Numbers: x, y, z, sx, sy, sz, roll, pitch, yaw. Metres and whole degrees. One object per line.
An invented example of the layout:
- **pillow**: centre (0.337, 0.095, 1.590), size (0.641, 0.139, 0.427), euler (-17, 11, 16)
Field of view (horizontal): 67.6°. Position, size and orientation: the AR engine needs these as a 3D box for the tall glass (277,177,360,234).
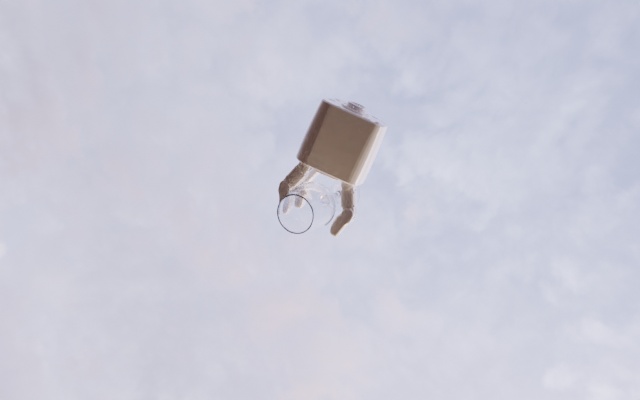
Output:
- **tall glass**: centre (0.000, 0.003, 0.806), size (0.079, 0.079, 0.201), euler (0, 11, 23)
